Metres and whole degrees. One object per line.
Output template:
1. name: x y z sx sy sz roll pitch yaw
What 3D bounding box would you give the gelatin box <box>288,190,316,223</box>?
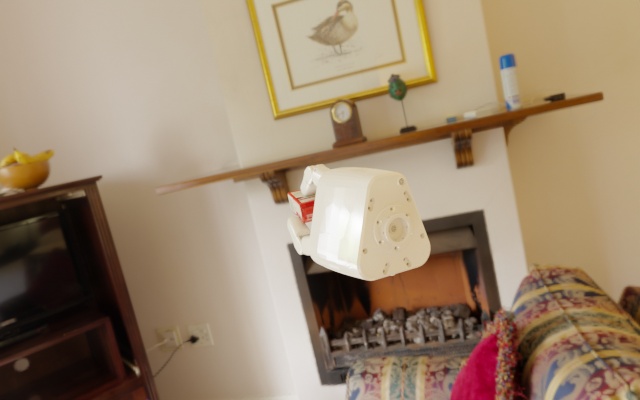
1. gelatin box: 0.000 0.002 0.655 0.073 0.030 0.089 -13 13 -12
